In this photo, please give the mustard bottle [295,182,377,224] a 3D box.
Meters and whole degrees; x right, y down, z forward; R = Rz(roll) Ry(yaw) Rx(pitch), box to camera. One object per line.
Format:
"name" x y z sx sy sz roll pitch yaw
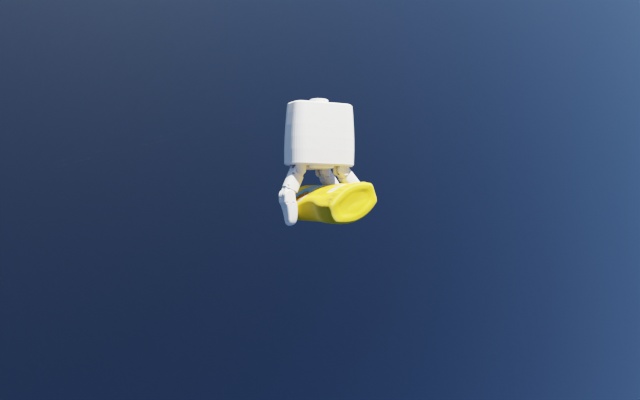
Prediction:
"mustard bottle" 0.000 0.003 0.818 0.096 0.058 0.191 -28 16 -31
